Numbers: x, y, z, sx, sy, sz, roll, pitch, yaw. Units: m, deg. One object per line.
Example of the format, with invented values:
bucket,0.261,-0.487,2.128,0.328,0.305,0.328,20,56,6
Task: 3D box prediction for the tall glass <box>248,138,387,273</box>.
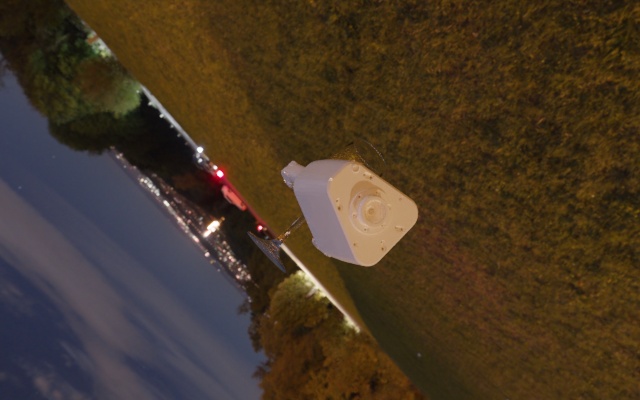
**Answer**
tall glass,0.000,0.003,0.650,0.201,0.079,0.079,-43,12,-13
